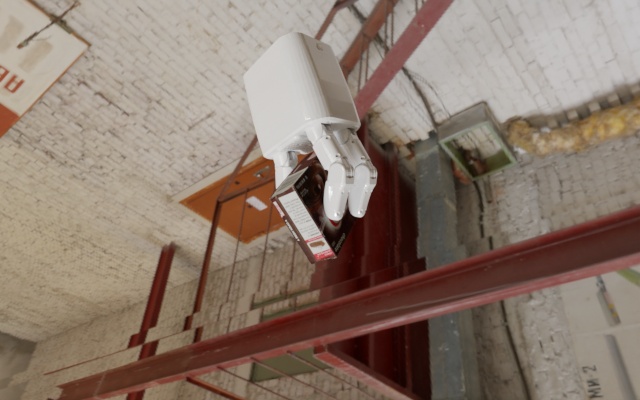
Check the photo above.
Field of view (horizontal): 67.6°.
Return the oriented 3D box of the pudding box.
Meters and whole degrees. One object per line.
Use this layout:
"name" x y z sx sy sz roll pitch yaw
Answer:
"pudding box" 0.000 0.002 0.531 0.039 0.090 0.113 -22 19 33
